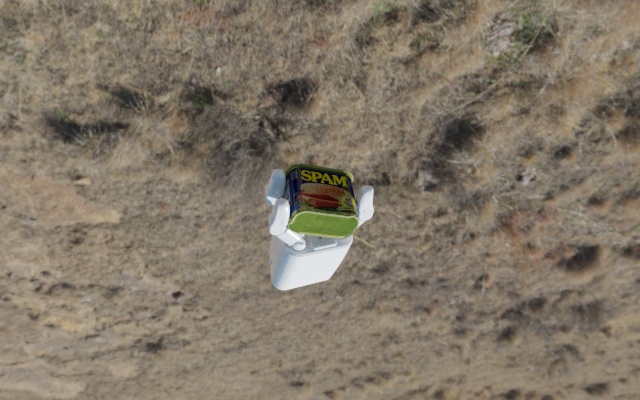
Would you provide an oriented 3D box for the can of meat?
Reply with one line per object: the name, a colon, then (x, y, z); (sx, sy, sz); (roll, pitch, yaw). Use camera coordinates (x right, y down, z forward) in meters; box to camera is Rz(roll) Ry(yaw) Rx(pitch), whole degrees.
can of meat: (0.000, 0.002, 0.666); (0.102, 0.083, 0.057); (8, -42, -19)
